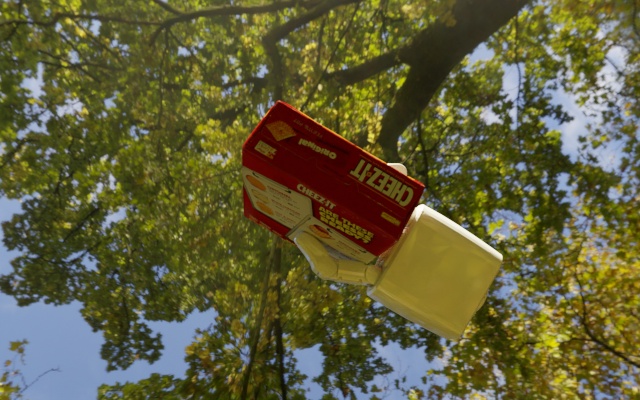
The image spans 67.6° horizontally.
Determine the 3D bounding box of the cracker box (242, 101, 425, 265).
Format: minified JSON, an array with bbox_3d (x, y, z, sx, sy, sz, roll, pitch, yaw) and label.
[{"bbox_3d":[0.000,0.002,0.530,0.164,0.072,0.214,30,-20,2],"label":"cracker box"}]
